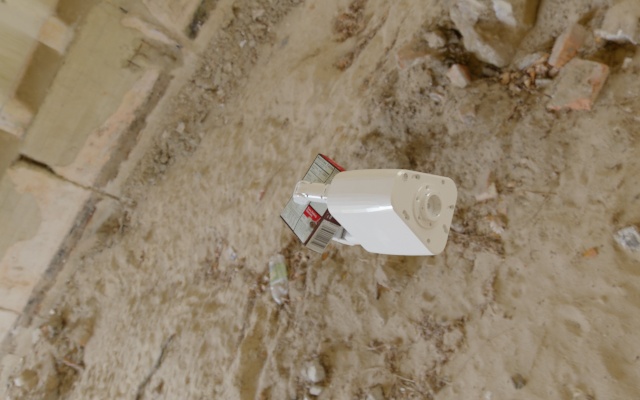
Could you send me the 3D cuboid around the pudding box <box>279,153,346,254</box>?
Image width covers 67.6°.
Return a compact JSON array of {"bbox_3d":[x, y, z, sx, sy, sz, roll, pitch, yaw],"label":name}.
[{"bbox_3d":[0.000,0.002,0.659,0.039,0.113,0.090,28,11,-36],"label":"pudding box"}]
